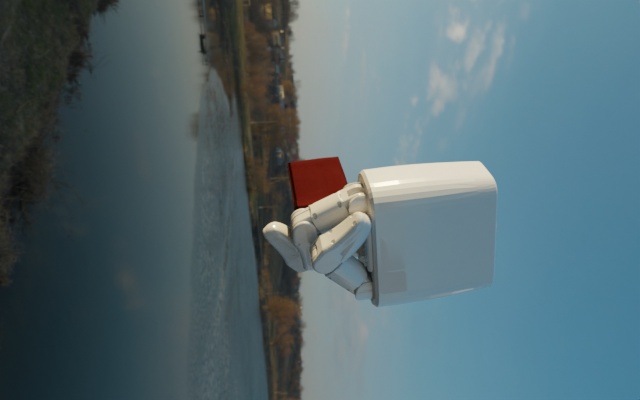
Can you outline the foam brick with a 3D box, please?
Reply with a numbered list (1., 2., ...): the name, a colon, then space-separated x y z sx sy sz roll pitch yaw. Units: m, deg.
1. foam brick: 0.000 0.001 0.451 0.051 0.053 0.078 -10 36 -3
